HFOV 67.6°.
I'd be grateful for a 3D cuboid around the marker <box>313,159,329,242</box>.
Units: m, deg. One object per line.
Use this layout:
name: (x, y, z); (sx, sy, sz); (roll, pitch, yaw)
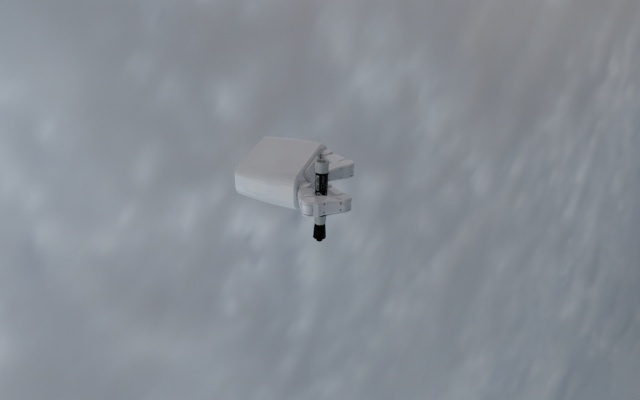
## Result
marker: (0.000, 0.002, 0.662); (0.020, 0.121, 0.020); (2, 24, -1)
